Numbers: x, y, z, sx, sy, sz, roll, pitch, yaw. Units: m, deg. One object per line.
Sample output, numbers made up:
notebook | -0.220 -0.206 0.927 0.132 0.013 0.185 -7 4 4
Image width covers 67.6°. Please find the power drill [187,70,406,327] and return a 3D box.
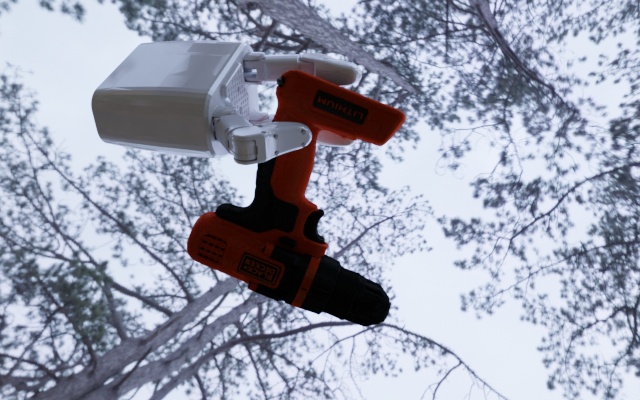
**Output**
power drill | 0.000 0.001 0.400 0.184 0.188 0.057 22 9 -4
